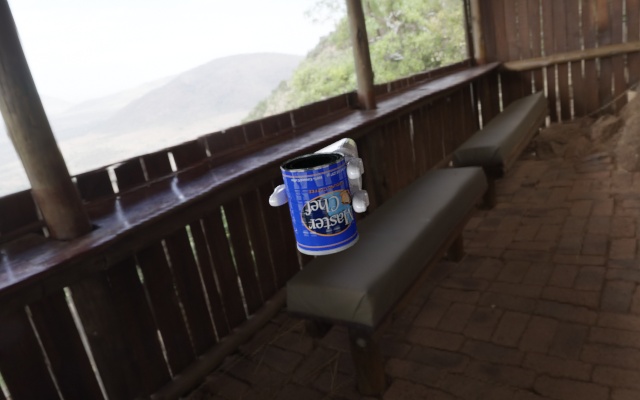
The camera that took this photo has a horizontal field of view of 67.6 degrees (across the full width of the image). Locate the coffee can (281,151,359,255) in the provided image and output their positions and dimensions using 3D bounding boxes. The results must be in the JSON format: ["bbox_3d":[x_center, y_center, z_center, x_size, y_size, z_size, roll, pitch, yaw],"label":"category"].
[{"bbox_3d":[0.000,0.003,0.765,0.103,0.140,0.102,-10,17,3],"label":"coffee can"}]
